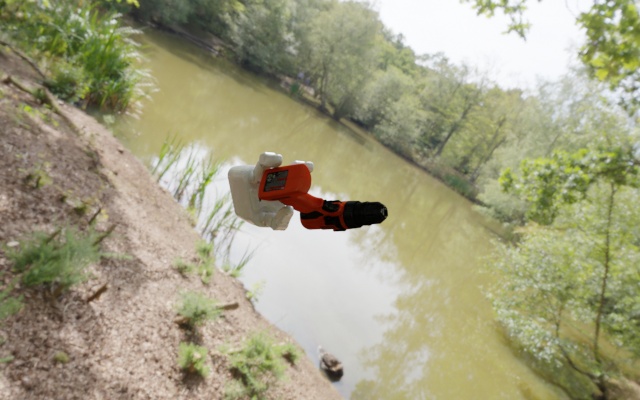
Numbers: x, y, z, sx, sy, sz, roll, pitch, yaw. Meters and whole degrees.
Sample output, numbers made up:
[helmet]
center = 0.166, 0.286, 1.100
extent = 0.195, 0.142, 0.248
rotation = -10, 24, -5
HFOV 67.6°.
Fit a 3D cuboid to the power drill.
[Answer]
[power drill]
center = 0.000, 0.002, 0.826
extent = 0.184, 0.057, 0.188
rotation = -8, -29, 37
